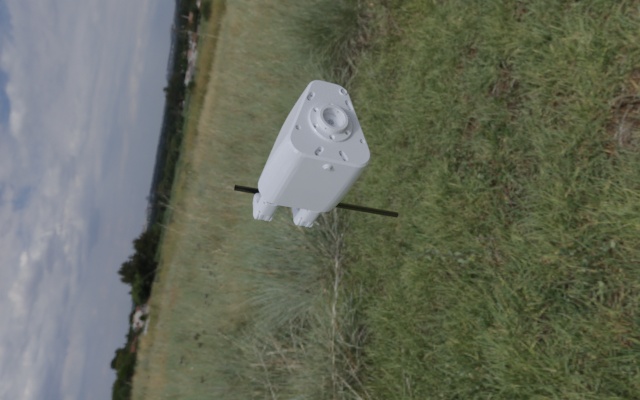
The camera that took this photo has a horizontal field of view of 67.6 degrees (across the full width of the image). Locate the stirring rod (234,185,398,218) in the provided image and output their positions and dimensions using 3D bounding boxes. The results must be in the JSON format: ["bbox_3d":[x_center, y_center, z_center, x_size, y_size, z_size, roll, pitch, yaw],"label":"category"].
[{"bbox_3d":[0.000,0.002,0.664,0.239,0.011,0.011,10,-3,-19],"label":"stirring rod"}]
